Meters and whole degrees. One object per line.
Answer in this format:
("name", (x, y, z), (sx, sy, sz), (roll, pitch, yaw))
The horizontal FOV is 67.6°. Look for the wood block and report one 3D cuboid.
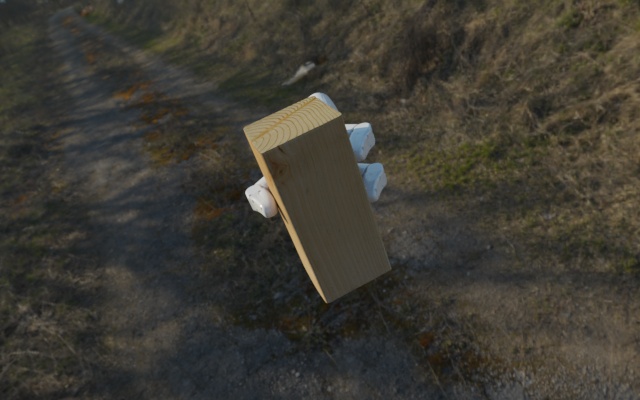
("wood block", (0.000, 0.002, 0.543), (0.091, 0.206, 0.090), (-26, 31, -8))
